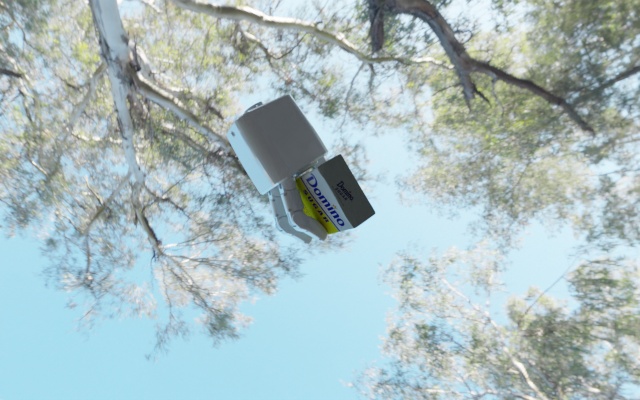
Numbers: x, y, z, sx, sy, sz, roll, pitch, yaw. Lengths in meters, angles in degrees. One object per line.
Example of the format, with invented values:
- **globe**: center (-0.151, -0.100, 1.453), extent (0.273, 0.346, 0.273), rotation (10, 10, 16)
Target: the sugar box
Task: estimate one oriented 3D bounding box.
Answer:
- **sugar box**: center (0.000, 0.002, 0.679), extent (0.048, 0.093, 0.176), rotation (-32, 3, -22)
